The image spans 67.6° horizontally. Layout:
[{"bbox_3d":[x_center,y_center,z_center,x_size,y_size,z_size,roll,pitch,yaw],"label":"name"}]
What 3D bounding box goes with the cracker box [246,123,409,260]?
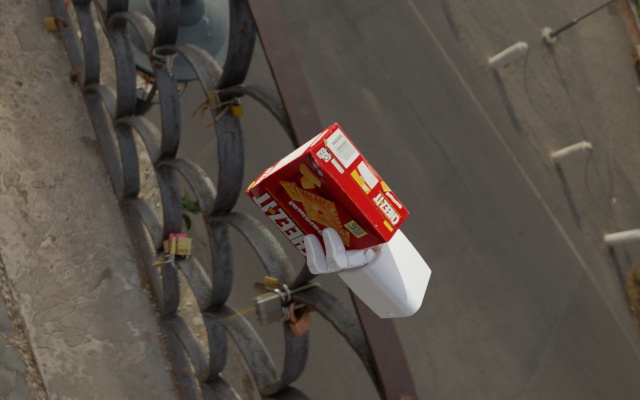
[{"bbox_3d":[0.000,0.002,0.710,0.072,0.164,0.214,-48,13,-33],"label":"cracker box"}]
